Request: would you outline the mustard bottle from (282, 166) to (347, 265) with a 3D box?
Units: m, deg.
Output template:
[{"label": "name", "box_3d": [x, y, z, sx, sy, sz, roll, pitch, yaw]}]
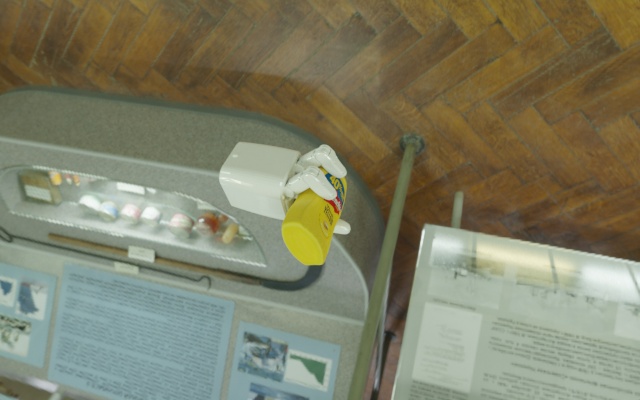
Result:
[{"label": "mustard bottle", "box_3d": [0.000, 0.003, 0.759, 0.058, 0.096, 0.191, -6, 41, 28]}]
